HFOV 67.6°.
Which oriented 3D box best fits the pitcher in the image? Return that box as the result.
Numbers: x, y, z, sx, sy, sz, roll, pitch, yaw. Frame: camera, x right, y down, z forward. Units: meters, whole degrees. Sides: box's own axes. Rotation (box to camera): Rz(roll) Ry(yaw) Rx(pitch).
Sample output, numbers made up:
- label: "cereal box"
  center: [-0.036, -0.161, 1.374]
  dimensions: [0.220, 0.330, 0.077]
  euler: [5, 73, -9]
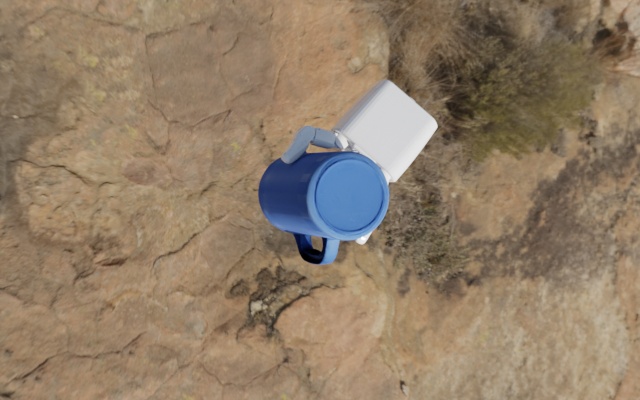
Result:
- label: "pitcher"
  center: [0.000, 0.002, 0.678]
  dimensions: [0.149, 0.145, 0.243]
  euler: [43, -11, -15]
